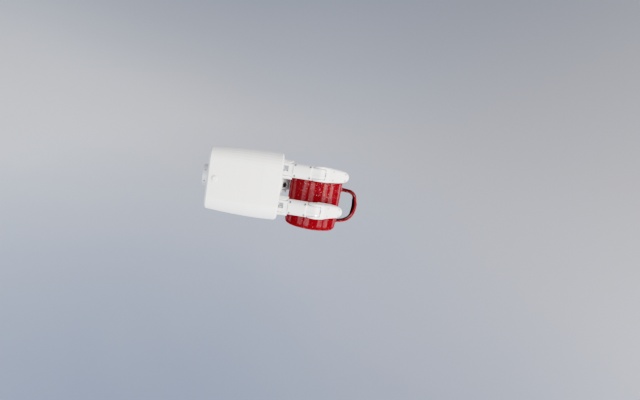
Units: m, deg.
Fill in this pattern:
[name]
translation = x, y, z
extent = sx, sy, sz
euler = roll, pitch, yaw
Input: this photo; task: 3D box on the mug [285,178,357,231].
[mug]
translation = 0.001, 0.003, 0.768
extent = 0.117, 0.081, 0.093
euler = 9, 8, -7
